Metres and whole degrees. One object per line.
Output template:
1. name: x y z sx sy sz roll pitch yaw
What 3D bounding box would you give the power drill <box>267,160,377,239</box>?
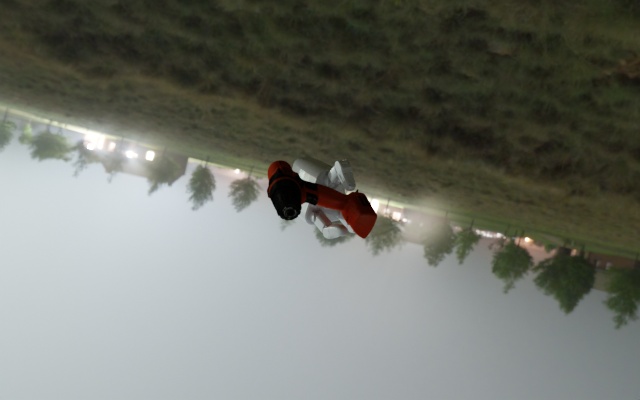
1. power drill: 0.000 0.003 0.811 0.188 0.057 0.184 22 20 -19
